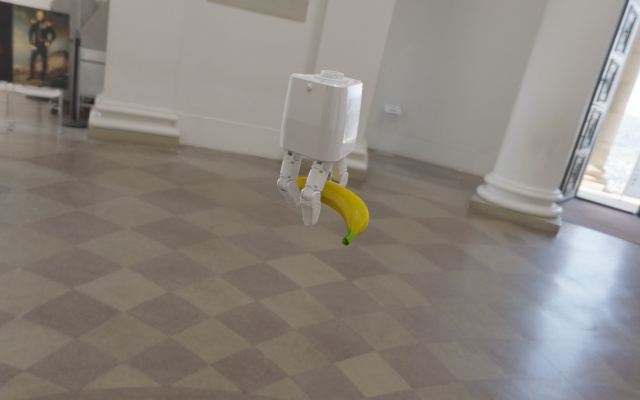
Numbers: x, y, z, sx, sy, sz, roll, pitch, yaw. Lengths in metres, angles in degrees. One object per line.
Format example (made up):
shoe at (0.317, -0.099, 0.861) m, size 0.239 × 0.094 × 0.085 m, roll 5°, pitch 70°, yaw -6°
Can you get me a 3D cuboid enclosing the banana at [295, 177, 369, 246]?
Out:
banana at (0.018, 0.001, 0.721) m, size 0.069 × 0.037 × 0.197 m, roll -9°, pitch 28°, yaw -27°
